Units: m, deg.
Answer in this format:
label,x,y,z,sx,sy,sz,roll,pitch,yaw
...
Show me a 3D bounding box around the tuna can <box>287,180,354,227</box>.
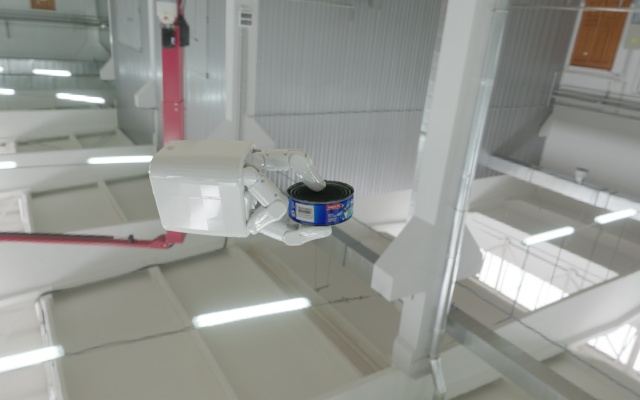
label,x,y,z,sx,sy,sz,roll,pitch,yaw
tuna can,0.000,0.003,0.610,0.086,0.034,0.086,-1,20,0
